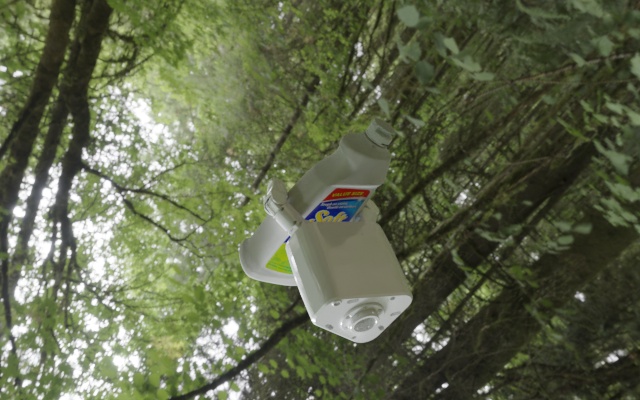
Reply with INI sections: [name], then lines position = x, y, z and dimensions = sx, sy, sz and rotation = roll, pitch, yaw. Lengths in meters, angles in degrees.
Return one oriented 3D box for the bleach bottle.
[bleach bottle]
position = 0.000, 0.002, 0.593
dimensions = 0.102, 0.251, 0.068
rotation = 17, 34, -33
